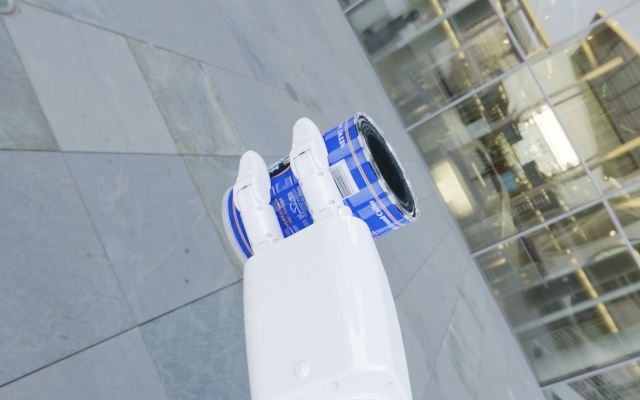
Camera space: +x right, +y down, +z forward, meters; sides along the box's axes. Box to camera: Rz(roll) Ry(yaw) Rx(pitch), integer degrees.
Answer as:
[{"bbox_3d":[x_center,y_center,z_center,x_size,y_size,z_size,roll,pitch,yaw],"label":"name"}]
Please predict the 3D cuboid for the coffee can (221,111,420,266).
[{"bbox_3d":[0.000,0.001,0.420,0.140,0.103,0.103,-28,-11,20],"label":"coffee can"}]
